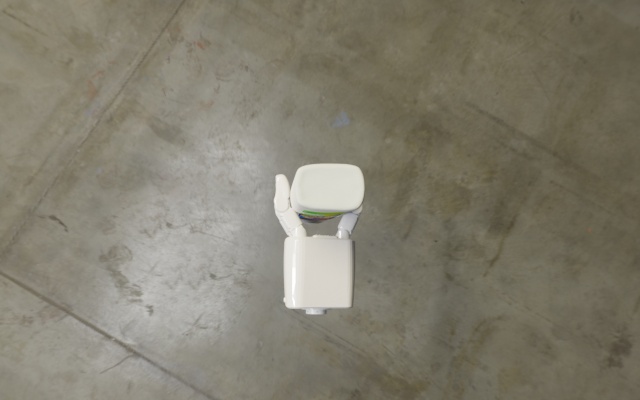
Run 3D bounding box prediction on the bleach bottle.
[{"bbox_3d":[0.000,0.002,0.779,0.102,0.068,0.251,1,-10,-5],"label":"bleach bottle"}]
